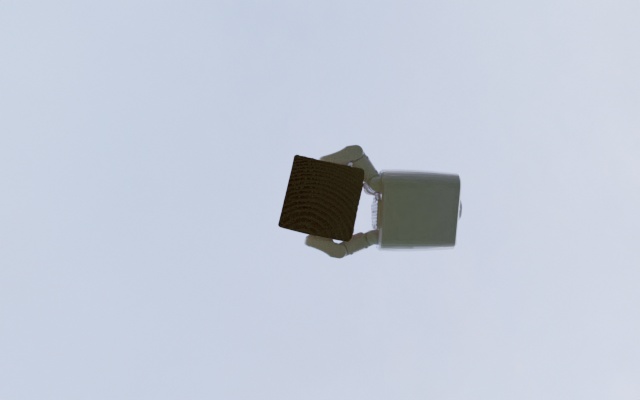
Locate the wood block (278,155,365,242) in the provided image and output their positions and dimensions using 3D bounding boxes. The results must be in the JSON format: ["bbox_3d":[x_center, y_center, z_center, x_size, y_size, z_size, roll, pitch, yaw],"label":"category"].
[{"bbox_3d":[0.000,0.003,0.662,0.090,0.091,0.206,12,-3,0],"label":"wood block"}]
